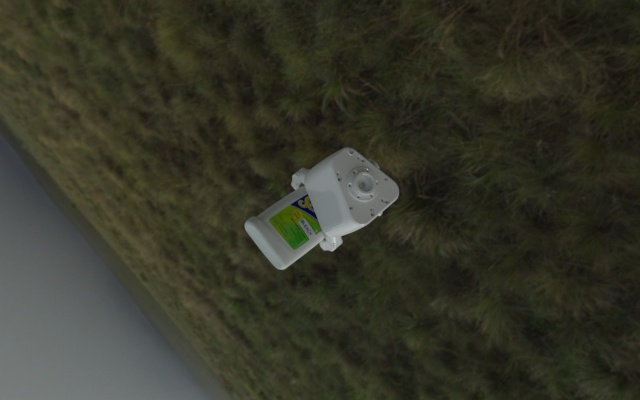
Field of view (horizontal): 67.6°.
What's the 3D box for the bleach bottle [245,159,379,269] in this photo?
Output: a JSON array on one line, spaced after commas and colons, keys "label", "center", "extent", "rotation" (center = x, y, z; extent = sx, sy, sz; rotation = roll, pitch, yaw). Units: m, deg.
[{"label": "bleach bottle", "center": [0.000, 0.003, 0.809], "extent": [0.250, 0.102, 0.068], "rotation": [-39, 4, -22]}]
